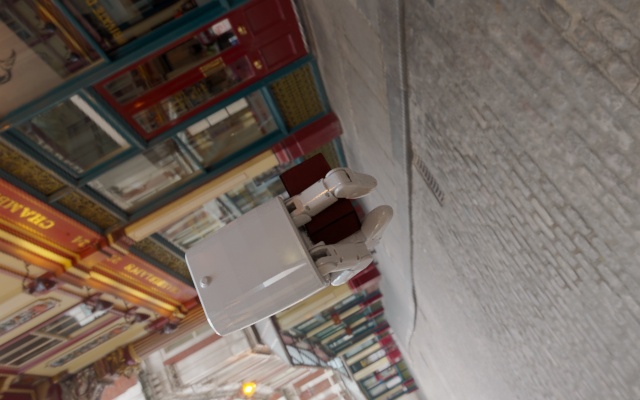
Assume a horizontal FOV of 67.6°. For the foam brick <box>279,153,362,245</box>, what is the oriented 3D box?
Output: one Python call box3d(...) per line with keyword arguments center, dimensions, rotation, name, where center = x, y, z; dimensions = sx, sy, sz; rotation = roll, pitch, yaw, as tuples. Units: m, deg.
box3d(center=(0.000, 0.001, 0.489), dimensions=(0.051, 0.078, 0.053), rotation=(-29, -27, 0), name="foam brick")
